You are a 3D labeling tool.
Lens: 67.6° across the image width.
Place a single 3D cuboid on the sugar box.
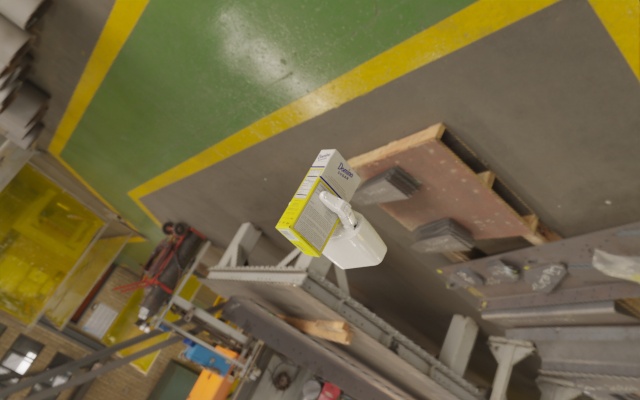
[{"bbox_3d":[0.000,0.003,0.865,0.048,0.176,0.093,2,-35,45],"label":"sugar box"}]
